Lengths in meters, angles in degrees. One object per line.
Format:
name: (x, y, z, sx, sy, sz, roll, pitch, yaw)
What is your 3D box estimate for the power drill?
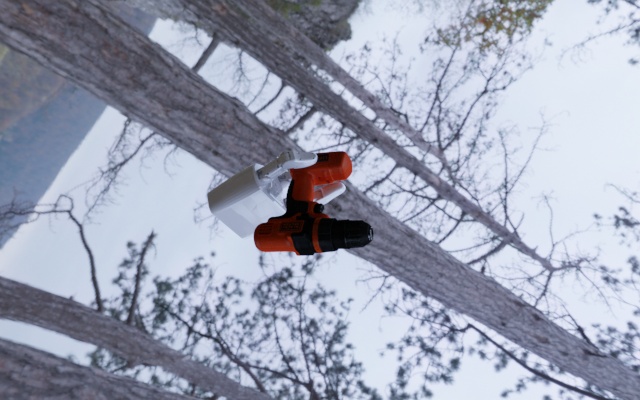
power drill: (0.000, 0.002, 0.749, 0.184, 0.187, 0.057, -3, -46, 18)
